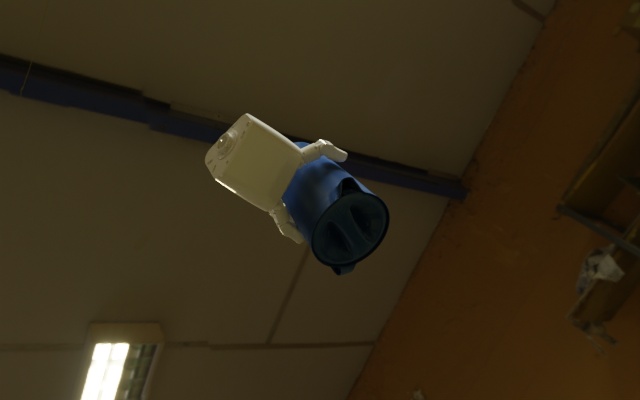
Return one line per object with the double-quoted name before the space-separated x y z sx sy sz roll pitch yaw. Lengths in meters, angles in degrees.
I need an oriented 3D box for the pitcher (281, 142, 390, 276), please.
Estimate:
"pitcher" 0.000 0.003 0.813 0.145 0.149 0.242 33 10 -37
